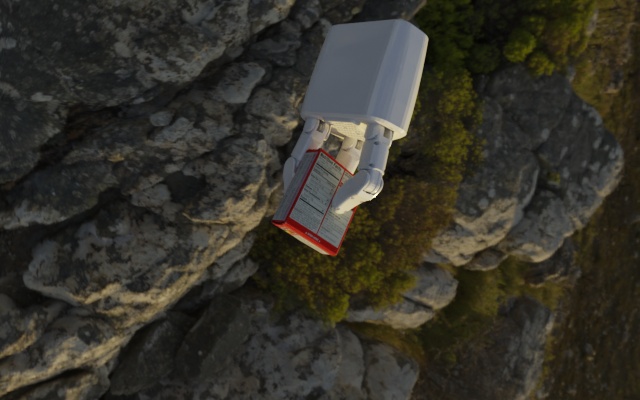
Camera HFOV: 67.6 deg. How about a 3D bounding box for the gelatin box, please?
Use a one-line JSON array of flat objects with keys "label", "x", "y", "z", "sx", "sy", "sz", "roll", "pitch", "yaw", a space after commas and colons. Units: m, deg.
[{"label": "gelatin box", "x": 0.000, "y": 0.002, "z": 0.496, "sx": 0.073, "sy": 0.089, "sz": 0.030, "roll": 35, "pitch": -20, "yaw": -31}]
